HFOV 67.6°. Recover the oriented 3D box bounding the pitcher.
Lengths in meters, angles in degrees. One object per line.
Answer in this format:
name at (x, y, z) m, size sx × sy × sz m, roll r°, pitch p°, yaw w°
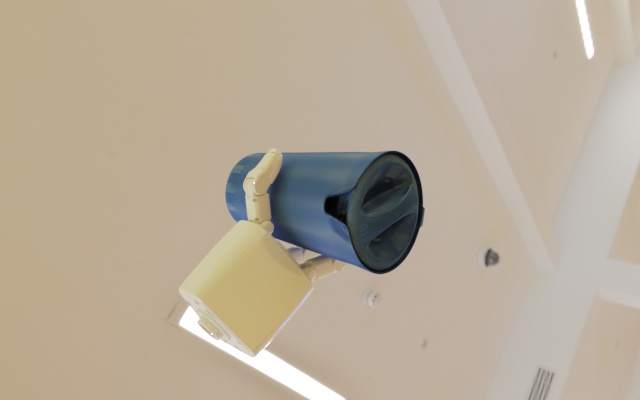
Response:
pitcher at (0.000, 0.002, 0.596) m, size 0.243 × 0.149 × 0.145 m, roll 10°, pitch 48°, yaw 44°
